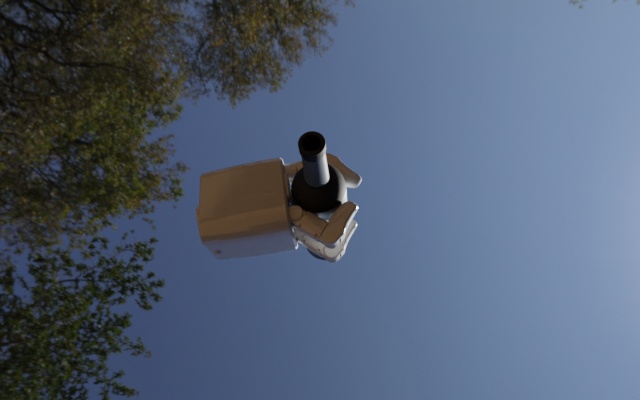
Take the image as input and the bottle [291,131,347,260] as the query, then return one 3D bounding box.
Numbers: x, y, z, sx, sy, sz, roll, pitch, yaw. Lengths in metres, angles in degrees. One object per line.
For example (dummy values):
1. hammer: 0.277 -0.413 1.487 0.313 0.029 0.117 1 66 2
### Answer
1. bottle: 0.000 0.002 0.602 0.069 0.069 0.296 0 -23 4
